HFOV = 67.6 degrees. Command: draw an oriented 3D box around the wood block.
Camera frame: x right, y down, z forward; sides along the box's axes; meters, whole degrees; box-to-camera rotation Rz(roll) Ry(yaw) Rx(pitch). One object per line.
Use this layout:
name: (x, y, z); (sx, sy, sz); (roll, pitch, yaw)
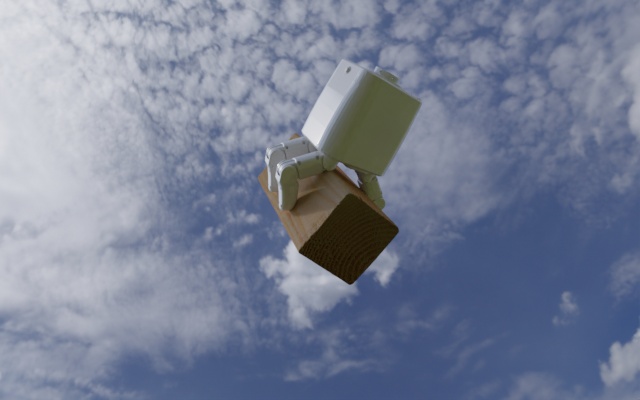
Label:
wood block: (0.001, 0.002, 0.615); (0.091, 0.090, 0.206); (35, 9, -31)
